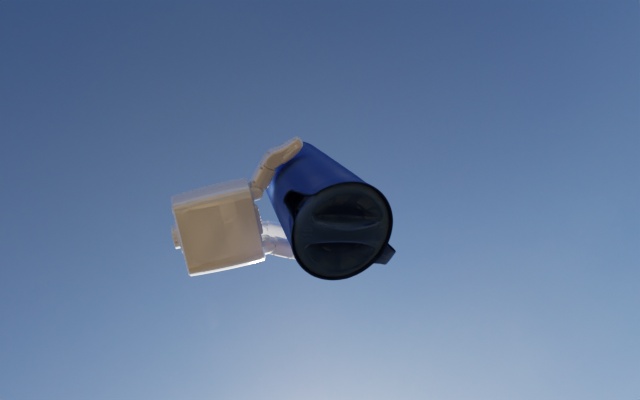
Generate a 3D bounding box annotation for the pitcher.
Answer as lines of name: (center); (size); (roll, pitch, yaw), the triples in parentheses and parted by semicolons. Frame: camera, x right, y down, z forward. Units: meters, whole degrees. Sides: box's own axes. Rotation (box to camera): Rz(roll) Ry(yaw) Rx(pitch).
pitcher: (0.000, 0.002, 0.680); (0.145, 0.149, 0.242); (-15, 26, -13)
